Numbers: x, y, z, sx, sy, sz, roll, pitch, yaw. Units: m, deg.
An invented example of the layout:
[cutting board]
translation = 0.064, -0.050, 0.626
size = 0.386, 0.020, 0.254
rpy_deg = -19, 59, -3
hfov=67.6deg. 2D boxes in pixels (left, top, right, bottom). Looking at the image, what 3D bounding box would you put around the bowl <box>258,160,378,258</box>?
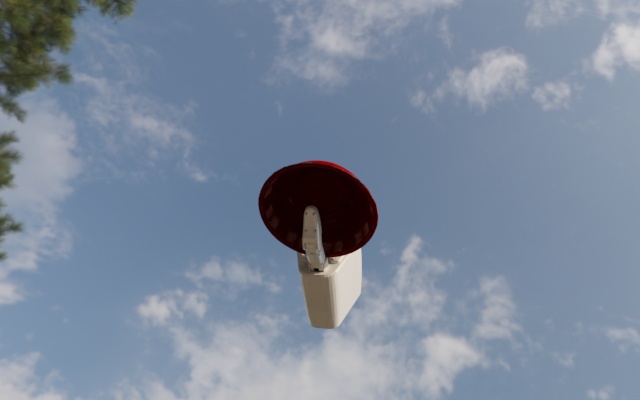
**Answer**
[bowl]
translation = 0.000, 0.001, 0.651
size = 0.162, 0.162, 0.055
rpy_deg = 0, 38, 13
